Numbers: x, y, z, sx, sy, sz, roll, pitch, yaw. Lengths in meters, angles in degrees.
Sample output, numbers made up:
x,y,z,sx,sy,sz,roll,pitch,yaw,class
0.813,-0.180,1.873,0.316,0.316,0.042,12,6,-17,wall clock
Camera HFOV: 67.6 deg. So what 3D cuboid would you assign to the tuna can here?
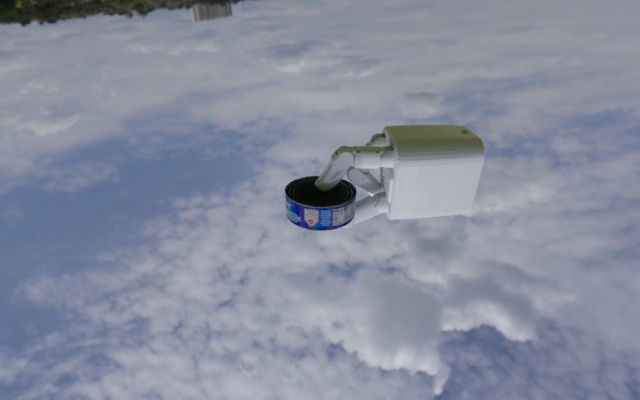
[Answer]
x,y,z,sx,sy,sz,roll,pitch,yaw,class
0.000,0.002,0.576,0.086,0.034,0.086,1,27,0,tuna can
